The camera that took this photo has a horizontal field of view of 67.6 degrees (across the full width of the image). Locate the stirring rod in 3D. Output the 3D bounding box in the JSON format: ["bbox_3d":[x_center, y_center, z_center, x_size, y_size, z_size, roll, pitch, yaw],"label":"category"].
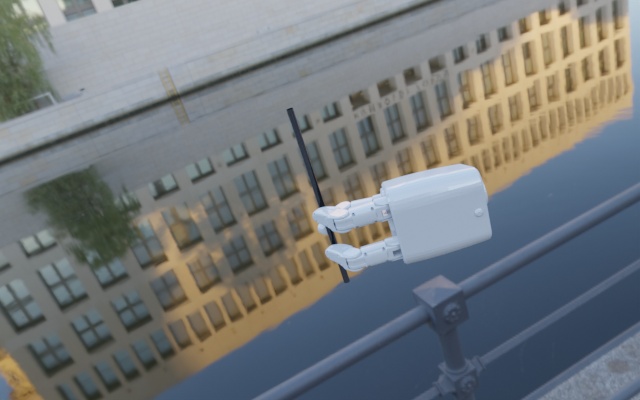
[{"bbox_3d":[0.000,0.002,0.586,0.011,0.240,0.011,-15,23,7],"label":"stirring rod"}]
